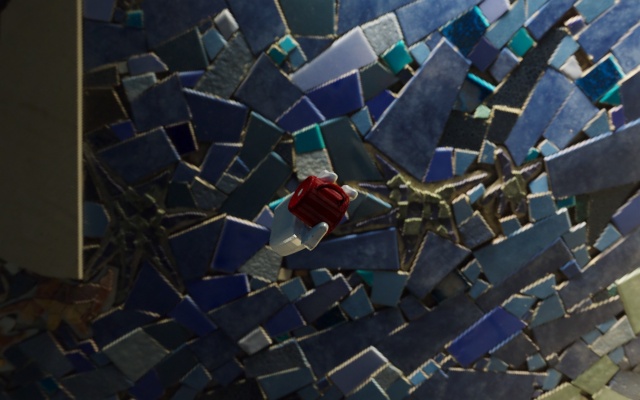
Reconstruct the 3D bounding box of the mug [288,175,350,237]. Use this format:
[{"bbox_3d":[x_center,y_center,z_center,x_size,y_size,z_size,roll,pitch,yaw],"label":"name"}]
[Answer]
[{"bbox_3d":[0.001,0.002,0.874,0.081,0.093,0.117,36,-37,-17],"label":"mug"}]
